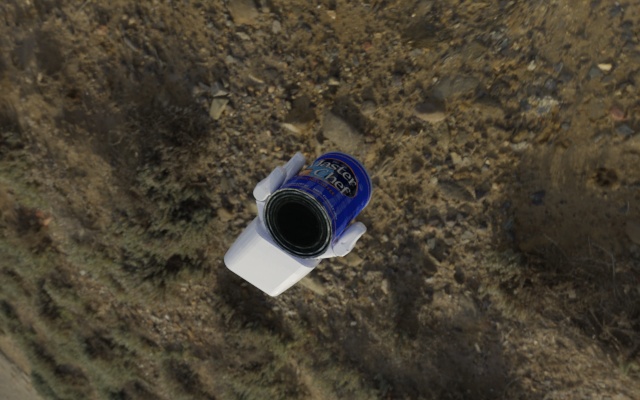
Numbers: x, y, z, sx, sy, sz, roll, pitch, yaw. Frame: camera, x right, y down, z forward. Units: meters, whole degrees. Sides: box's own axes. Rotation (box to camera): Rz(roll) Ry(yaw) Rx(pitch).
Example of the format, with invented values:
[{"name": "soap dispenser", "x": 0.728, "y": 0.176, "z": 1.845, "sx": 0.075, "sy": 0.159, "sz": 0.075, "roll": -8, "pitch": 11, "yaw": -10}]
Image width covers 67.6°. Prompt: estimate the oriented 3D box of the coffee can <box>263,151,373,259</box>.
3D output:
[{"name": "coffee can", "x": 0.000, "y": 0.002, "z": 0.664, "sx": 0.103, "sy": 0.103, "sz": 0.140, "roll": 0, "pitch": 24, "yaw": 29}]
